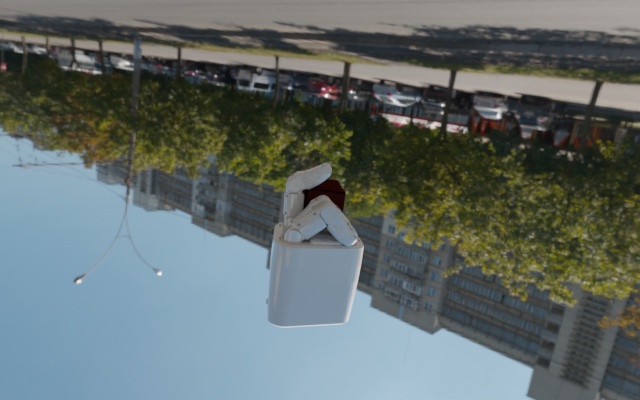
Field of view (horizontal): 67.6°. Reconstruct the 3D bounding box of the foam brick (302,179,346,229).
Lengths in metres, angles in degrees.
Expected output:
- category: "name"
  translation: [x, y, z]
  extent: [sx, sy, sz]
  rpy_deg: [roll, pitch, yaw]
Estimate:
- category: "foam brick"
  translation: [0.000, 0.002, 0.638]
  extent: [0.053, 0.051, 0.078]
  rpy_deg: [6, 13, -6]
